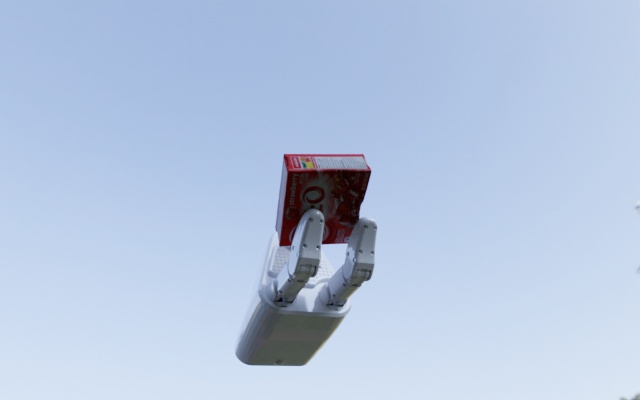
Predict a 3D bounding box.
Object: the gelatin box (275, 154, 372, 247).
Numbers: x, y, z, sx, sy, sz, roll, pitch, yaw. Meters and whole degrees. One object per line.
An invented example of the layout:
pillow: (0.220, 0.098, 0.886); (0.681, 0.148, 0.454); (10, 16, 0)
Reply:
gelatin box: (0.000, 0.001, 0.429); (0.073, 0.089, 0.030); (-1, 39, -14)
